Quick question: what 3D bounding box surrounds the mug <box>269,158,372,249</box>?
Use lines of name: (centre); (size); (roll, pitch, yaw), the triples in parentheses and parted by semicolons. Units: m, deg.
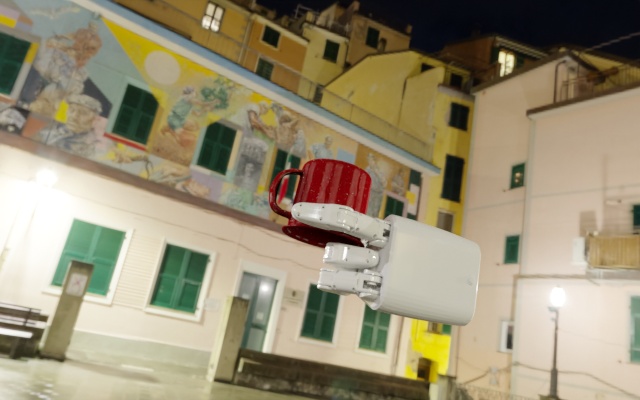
mug: (-0.001, 0.001, 0.530); (0.117, 0.081, 0.093); (17, -17, -14)
